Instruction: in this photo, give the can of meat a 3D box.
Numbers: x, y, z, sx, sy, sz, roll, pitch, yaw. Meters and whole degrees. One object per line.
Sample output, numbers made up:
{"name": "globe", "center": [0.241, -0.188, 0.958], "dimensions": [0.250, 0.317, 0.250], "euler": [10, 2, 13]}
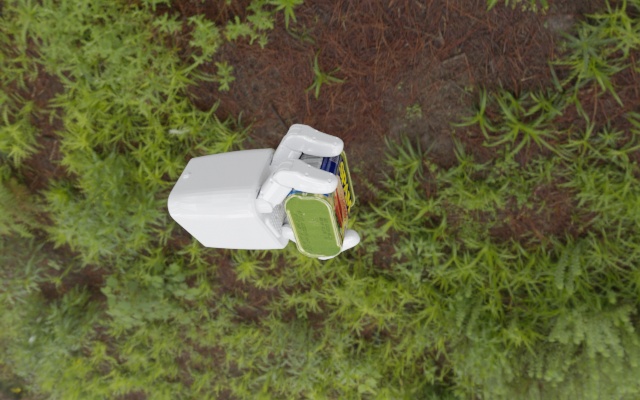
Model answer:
{"name": "can of meat", "center": [0.000, 0.002, 0.533], "dimensions": [0.057, 0.102, 0.084], "euler": [-1, 44, 16]}
